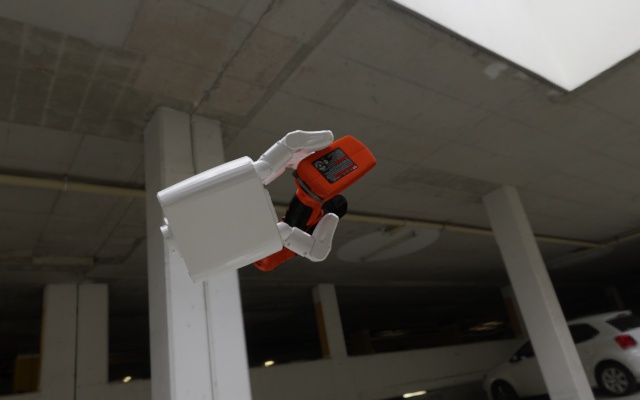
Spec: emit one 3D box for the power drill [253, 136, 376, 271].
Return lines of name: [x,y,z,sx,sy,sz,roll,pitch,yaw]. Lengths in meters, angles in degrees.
power drill: [0.000,0.002,0.629,0.184,0.057,0.188,-35,-16,-39]
